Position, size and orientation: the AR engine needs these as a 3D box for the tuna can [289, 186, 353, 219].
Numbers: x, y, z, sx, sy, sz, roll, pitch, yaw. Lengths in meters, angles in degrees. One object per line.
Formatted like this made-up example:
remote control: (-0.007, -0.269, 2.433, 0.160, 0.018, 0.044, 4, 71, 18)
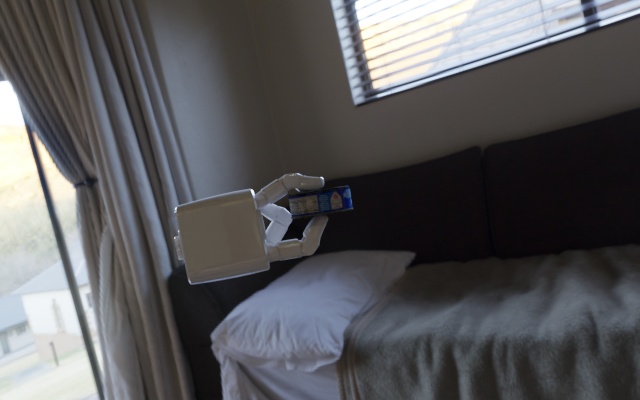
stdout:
tuna can: (0.000, 0.002, 0.650, 0.086, 0.034, 0.086, -9, 1, 0)
